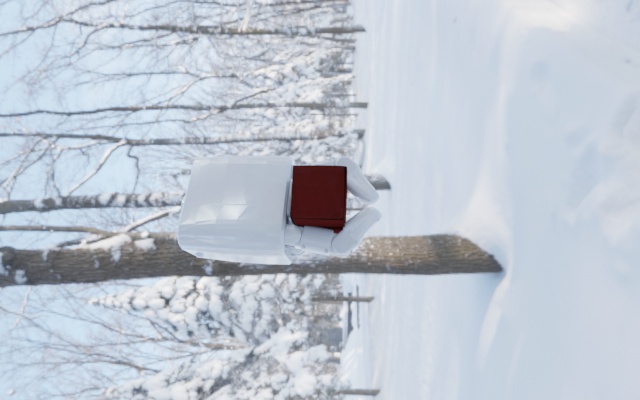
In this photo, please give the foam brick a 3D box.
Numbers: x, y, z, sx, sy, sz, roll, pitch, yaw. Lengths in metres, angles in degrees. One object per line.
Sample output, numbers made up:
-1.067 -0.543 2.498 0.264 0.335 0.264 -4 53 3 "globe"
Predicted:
0.000 0.001 0.472 0.051 0.053 0.078 2 -15 4 "foam brick"
